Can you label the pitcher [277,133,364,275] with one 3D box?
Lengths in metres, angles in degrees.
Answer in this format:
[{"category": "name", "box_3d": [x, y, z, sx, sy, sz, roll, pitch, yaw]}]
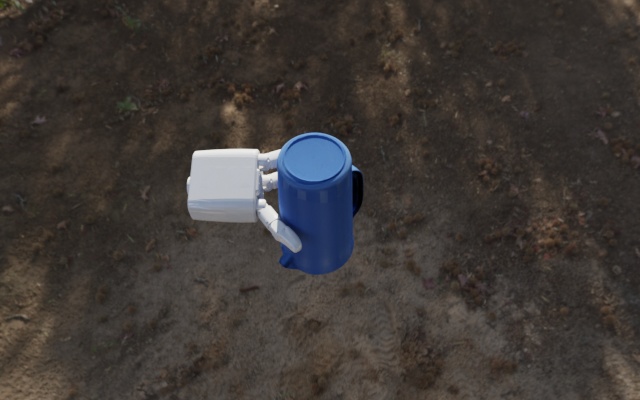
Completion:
[{"category": "pitcher", "box_3d": [0.000, 0.003, 0.776, 0.145, 0.149, 0.243, 3, -35, 2]}]
